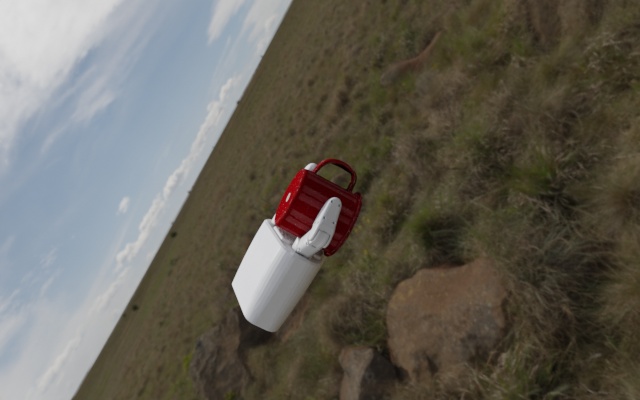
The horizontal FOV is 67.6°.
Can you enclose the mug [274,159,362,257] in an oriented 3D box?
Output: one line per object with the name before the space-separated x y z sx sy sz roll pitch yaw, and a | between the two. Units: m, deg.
mug | 0.001 0.001 0.604 0.081 0.117 0.093 28 8 -12
